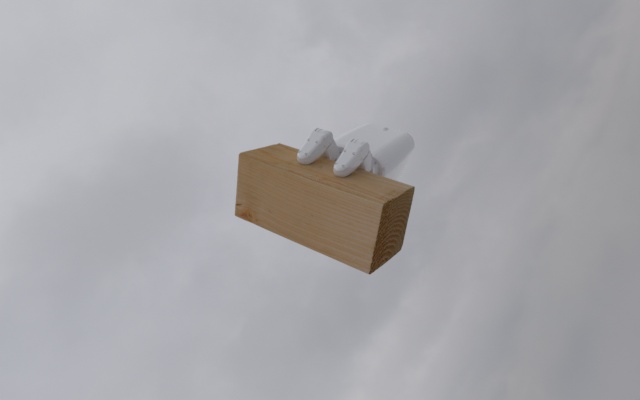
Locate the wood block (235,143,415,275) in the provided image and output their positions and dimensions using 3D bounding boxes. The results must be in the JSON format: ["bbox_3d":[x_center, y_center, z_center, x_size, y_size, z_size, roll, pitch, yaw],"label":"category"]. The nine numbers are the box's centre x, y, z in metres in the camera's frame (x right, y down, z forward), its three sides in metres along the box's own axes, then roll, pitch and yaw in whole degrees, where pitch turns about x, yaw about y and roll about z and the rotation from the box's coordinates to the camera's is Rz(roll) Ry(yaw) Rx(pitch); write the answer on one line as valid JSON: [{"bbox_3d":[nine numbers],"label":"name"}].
[{"bbox_3d":[0.000,0.002,0.603,0.206,0.091,0.090,20,26,29],"label":"wood block"}]
